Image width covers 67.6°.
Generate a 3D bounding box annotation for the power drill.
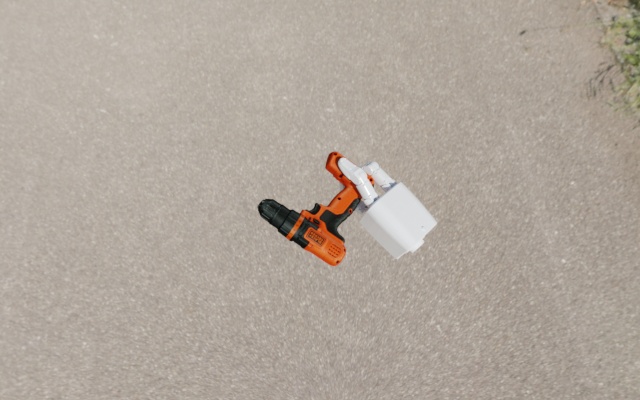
[{"bbox_3d":[0.001,0.003,0.896,0.184,0.187,0.057,35,-15,-7],"label":"power drill"}]
